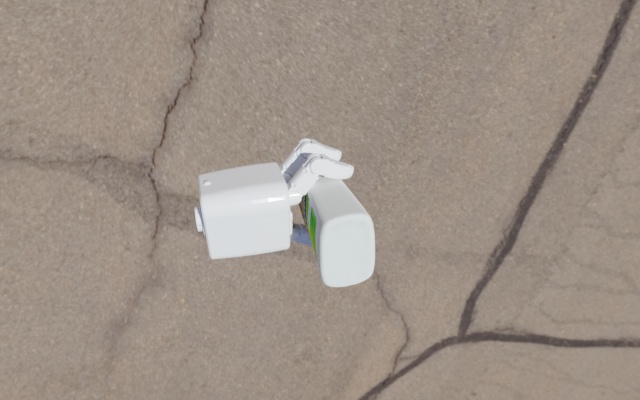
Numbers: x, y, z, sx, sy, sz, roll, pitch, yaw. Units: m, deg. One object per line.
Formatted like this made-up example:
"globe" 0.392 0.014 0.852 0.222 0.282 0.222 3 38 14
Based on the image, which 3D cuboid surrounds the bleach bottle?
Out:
"bleach bottle" 0.000 0.002 0.649 0.068 0.103 0.250 -9 29 -12
